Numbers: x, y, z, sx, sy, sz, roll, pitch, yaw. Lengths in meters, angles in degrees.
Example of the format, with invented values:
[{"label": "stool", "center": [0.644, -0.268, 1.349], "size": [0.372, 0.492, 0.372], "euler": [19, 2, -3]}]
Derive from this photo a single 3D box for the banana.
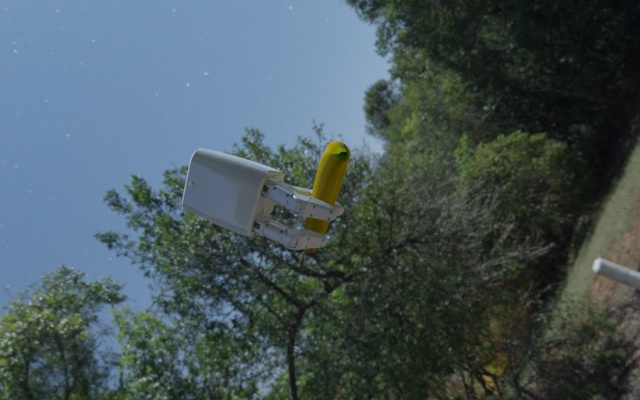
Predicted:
[{"label": "banana", "center": [0.006, -0.012, 0.649], "size": [0.037, 0.198, 0.069], "euler": [19, 45, 4]}]
